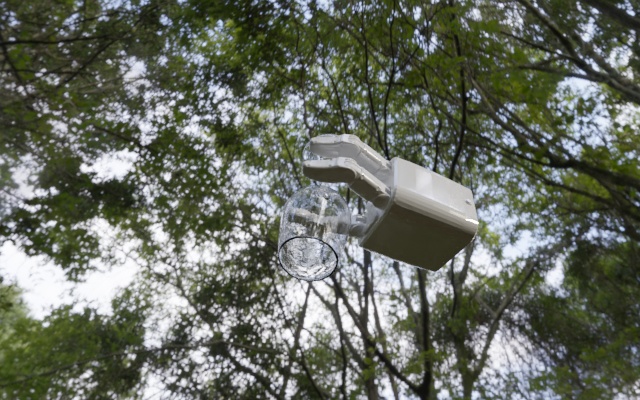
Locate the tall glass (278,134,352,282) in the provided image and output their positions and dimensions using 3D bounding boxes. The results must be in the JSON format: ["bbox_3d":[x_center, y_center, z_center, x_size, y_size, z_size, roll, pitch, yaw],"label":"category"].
[{"bbox_3d":[0.000,0.001,0.558,0.079,0.079,0.201,0,36,10],"label":"tall glass"}]
